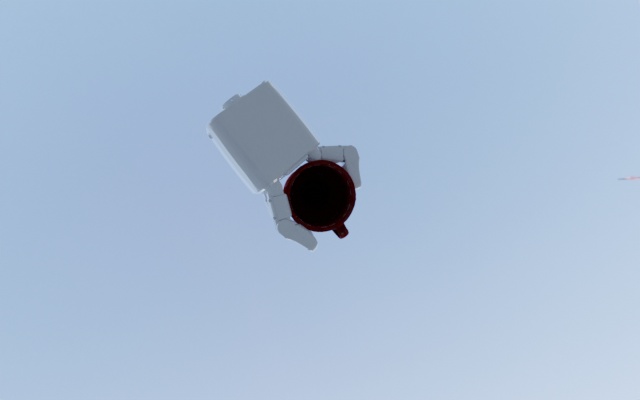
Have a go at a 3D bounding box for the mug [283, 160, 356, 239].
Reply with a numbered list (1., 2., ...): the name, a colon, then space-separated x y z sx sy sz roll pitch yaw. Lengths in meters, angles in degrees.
1. mug: 0.001 0.003 0.652 0.093 0.117 0.081 -38 9 -8
